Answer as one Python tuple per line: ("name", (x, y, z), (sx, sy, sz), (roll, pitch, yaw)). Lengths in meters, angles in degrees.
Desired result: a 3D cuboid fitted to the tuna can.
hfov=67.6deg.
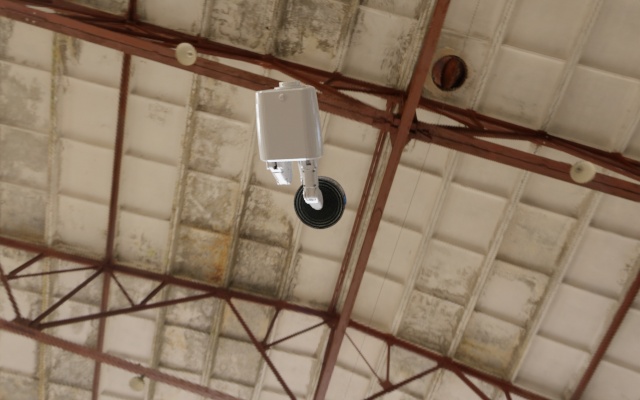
("tuna can", (0.000, 0.003, 0.799), (0.086, 0.086, 0.033), (0, 13, 10))
